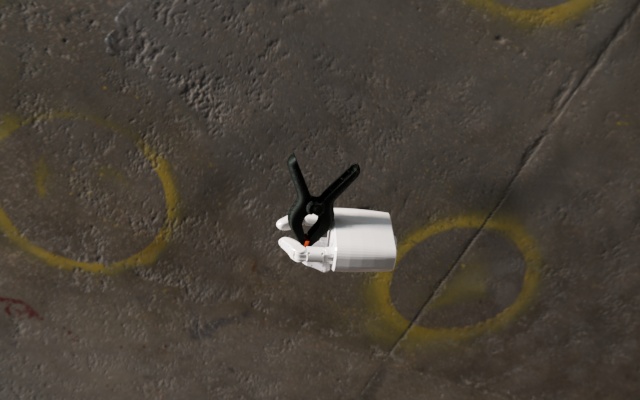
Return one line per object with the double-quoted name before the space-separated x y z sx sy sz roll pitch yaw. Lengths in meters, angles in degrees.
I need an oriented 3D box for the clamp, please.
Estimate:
"clamp" 0.000 0.003 0.792 0.120 0.172 0.039 3 29 -7
